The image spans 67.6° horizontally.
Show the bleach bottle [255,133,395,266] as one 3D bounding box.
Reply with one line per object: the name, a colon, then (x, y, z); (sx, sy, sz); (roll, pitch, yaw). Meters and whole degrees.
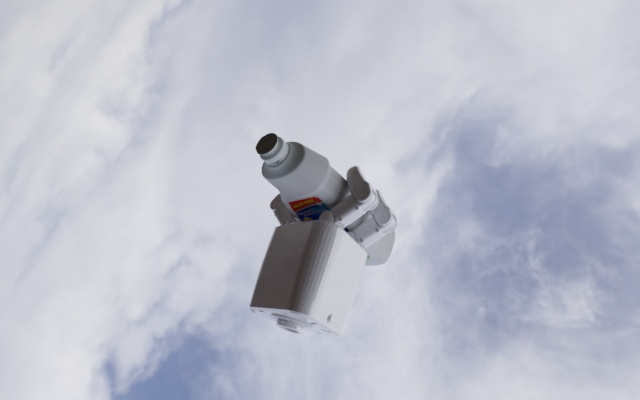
bleach bottle: (0.000, 0.002, 0.591); (0.102, 0.068, 0.251); (1, -29, 36)
